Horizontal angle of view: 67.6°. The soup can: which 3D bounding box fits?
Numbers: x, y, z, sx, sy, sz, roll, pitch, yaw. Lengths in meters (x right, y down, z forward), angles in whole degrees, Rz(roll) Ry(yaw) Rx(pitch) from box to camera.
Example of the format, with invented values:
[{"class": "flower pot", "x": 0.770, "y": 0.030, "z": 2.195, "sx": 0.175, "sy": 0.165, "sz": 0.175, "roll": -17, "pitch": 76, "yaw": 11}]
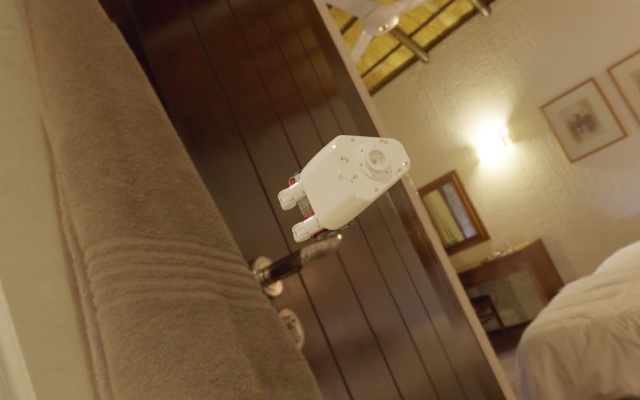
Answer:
[{"class": "soup can", "x": 0.000, "y": 0.002, "z": 0.729, "sx": 0.068, "sy": 0.102, "sz": 0.068, "roll": -23, "pitch": -10, "yaw": -5}]
